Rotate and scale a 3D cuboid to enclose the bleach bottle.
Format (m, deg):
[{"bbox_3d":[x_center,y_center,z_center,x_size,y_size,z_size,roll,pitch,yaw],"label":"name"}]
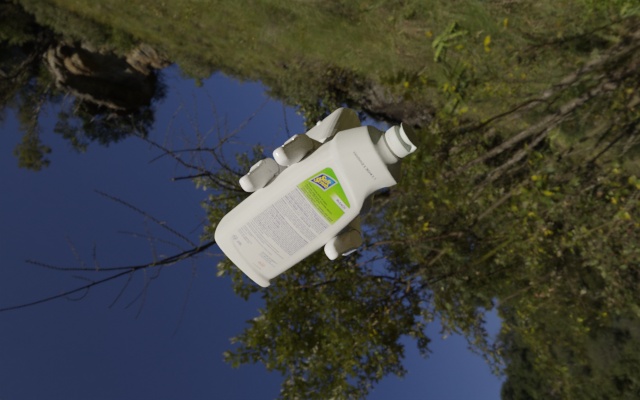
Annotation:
[{"bbox_3d":[0.000,0.002,0.519,0.251,0.102,0.068,-33,21,30],"label":"bleach bottle"}]
